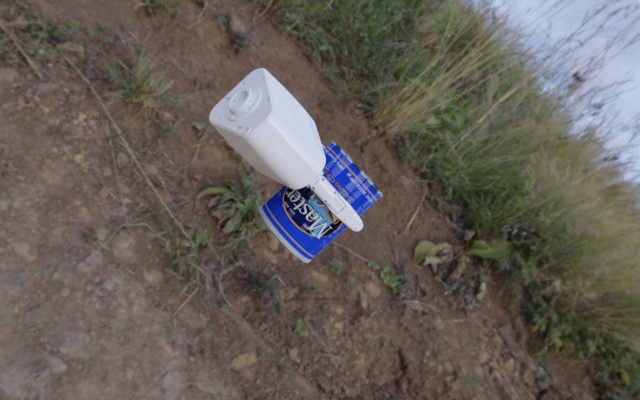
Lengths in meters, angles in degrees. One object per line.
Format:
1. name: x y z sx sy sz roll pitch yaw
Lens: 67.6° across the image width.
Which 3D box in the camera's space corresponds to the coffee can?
1. coffee can: 0.000 0.002 0.660 0.140 0.103 0.103 -42 -3 4
